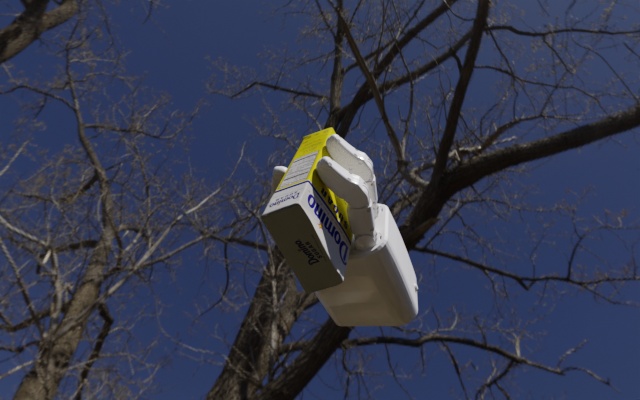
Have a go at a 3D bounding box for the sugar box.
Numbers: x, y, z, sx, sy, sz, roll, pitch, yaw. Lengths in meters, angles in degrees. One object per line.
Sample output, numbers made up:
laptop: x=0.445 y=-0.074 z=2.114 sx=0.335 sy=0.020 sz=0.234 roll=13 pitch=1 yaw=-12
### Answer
sugar box: x=0.001 y=0.001 z=0.490 sx=0.048 sy=0.093 sz=0.176 roll=-20 pitch=25 yaw=19
